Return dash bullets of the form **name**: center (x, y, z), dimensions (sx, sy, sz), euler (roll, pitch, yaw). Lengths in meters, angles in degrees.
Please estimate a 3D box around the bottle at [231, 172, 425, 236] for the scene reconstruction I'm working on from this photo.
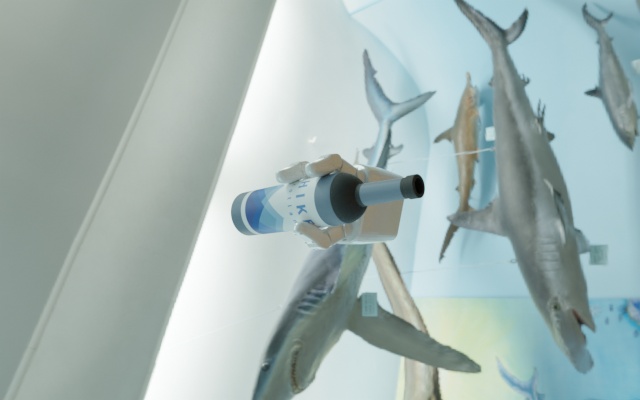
- **bottle**: center (0.000, 0.002, 0.629), dimensions (0.296, 0.069, 0.069), euler (-9, -6, 41)
